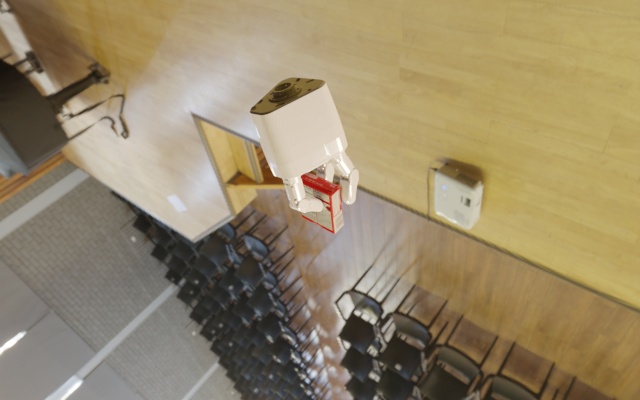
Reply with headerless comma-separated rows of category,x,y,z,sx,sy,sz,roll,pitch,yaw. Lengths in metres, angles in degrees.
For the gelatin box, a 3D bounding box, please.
gelatin box,0.000,0.003,0.779,0.073,0.089,0.030,26,51,31
